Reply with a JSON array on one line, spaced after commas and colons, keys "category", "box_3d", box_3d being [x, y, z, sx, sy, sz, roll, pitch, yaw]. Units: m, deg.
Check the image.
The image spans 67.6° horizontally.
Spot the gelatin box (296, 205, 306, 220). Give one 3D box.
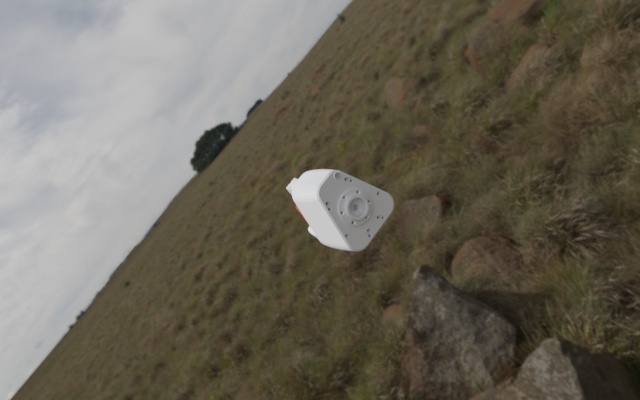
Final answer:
[{"category": "gelatin box", "box_3d": [0.000, 0.002, 0.798, 0.030, 0.073, 0.089, 41, 1, -20]}]
